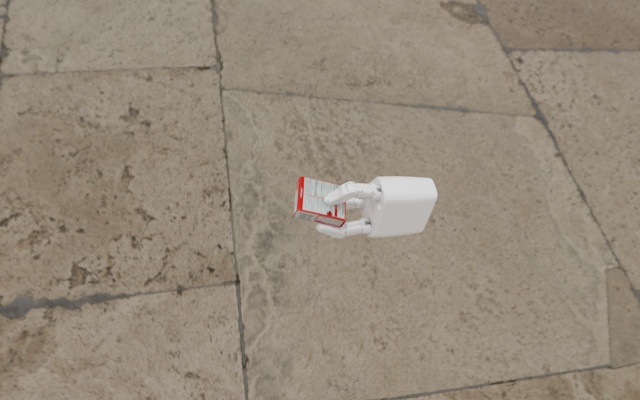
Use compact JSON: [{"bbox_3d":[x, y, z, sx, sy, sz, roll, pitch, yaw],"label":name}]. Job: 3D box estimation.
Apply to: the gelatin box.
[{"bbox_3d":[0.000,0.002,0.830,0.089,0.073,0.030,13,-35,-16],"label":"gelatin box"}]
